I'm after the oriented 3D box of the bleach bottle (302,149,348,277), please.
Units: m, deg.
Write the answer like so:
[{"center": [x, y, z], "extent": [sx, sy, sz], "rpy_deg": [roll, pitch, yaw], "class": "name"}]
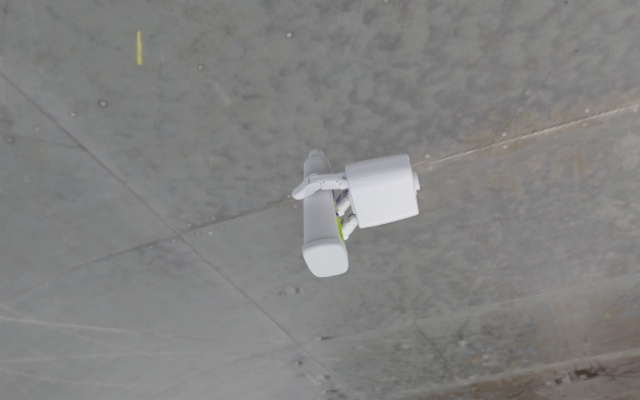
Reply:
[{"center": [0.000, 0.003, 0.845], "extent": [0.068, 0.250, 0.103], "rpy_deg": [-11, -38, 6], "class": "bleach bottle"}]
